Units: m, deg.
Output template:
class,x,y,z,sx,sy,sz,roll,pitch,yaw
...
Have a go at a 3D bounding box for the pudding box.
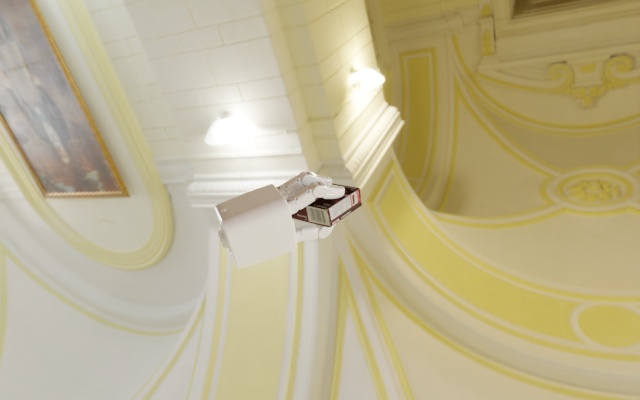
class,x,y,z,sx,sy,sz,roll,pitch,yaw
pudding box,0.000,0.003,0.822,0.113,0.039,0.090,14,34,39
